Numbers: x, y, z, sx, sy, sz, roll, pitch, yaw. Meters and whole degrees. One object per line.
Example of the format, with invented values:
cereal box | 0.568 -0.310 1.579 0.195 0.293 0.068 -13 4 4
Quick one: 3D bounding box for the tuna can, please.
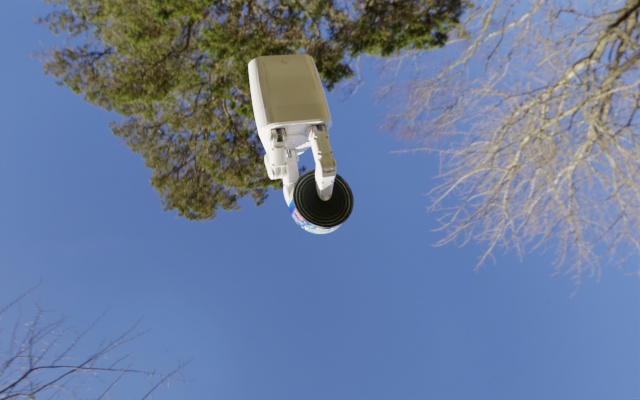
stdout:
tuna can | 0.000 0.002 0.656 0.086 0.086 0.034 0 -22 -17
